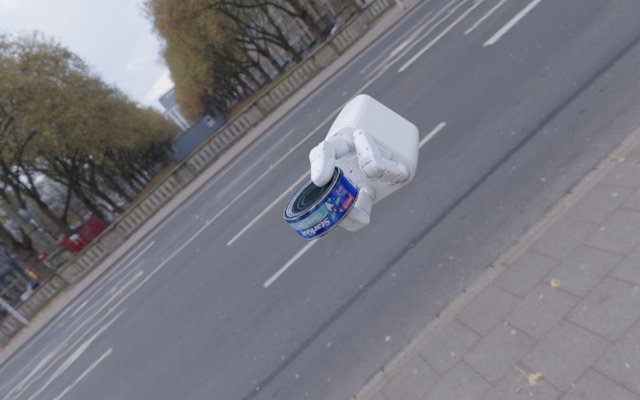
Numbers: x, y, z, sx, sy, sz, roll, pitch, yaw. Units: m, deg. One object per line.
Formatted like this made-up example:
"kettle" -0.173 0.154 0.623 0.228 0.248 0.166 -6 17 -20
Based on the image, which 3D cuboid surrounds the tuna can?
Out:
"tuna can" 0.000 0.001 0.533 0.034 0.086 0.086 46 -20 -20
